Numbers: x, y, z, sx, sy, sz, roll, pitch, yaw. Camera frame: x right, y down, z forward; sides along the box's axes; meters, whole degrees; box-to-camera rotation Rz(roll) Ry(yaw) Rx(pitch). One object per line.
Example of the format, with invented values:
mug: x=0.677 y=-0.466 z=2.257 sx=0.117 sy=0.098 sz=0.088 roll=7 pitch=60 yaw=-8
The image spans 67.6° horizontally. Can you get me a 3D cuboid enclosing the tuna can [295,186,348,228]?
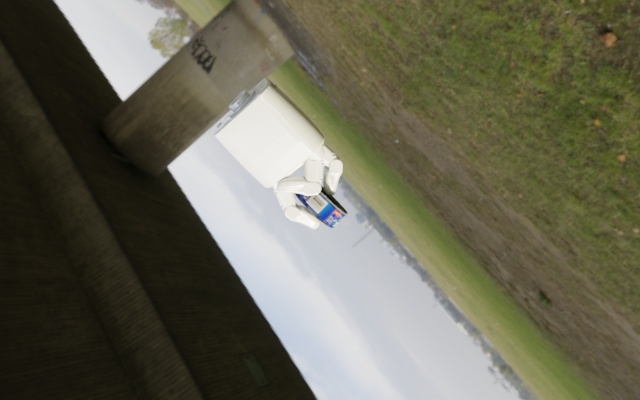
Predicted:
tuna can: x=0.000 y=0.003 z=0.733 sx=0.086 sy=0.034 sz=0.086 roll=43 pitch=6 yaw=-6
